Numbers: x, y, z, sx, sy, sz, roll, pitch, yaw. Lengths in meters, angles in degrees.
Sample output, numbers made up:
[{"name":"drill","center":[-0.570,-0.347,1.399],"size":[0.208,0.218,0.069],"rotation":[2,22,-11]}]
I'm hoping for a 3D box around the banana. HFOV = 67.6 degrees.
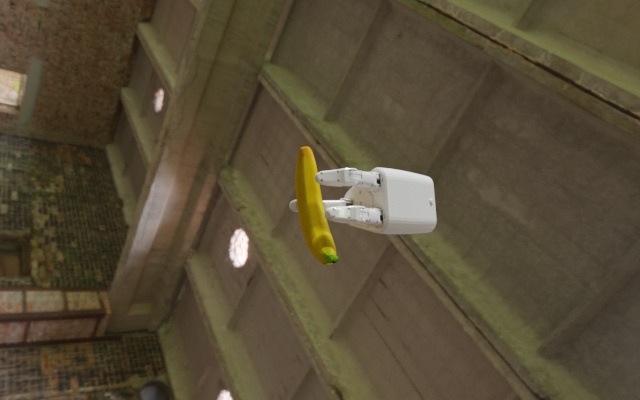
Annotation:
[{"name":"banana","center":[-0.006,0.016,0.687],"size":[0.037,0.197,0.070],"rotation":[2,-36,-27]}]
